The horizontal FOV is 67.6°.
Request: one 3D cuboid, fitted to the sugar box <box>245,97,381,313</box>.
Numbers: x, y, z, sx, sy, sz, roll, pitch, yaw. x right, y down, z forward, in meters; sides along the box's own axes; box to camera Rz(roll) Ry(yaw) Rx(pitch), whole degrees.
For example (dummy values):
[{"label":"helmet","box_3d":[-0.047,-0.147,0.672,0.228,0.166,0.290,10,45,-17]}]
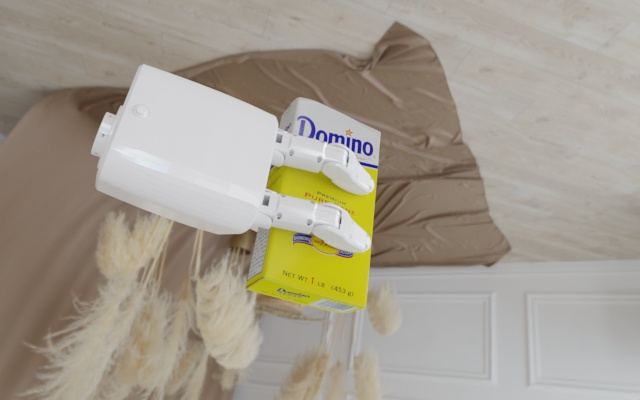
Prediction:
[{"label":"sugar box","box_3d":[0.000,0.001,0.417,0.093,0.176,0.048,20,-28,-22]}]
